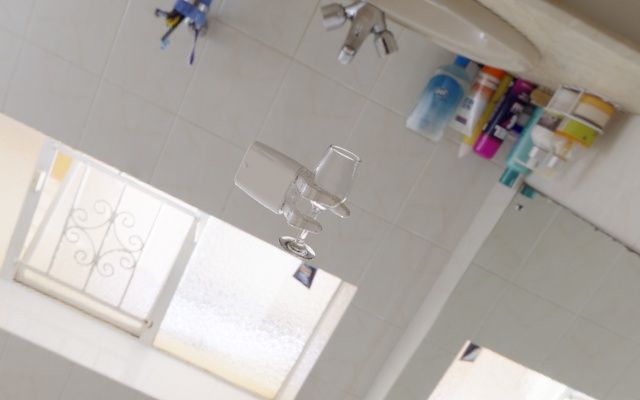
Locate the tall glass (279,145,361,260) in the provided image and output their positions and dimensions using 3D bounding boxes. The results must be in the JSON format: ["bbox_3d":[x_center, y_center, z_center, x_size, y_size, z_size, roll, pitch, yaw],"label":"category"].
[{"bbox_3d":[0.000,0.003,0.853,0.079,0.201,0.079,25,16,-8],"label":"tall glass"}]
